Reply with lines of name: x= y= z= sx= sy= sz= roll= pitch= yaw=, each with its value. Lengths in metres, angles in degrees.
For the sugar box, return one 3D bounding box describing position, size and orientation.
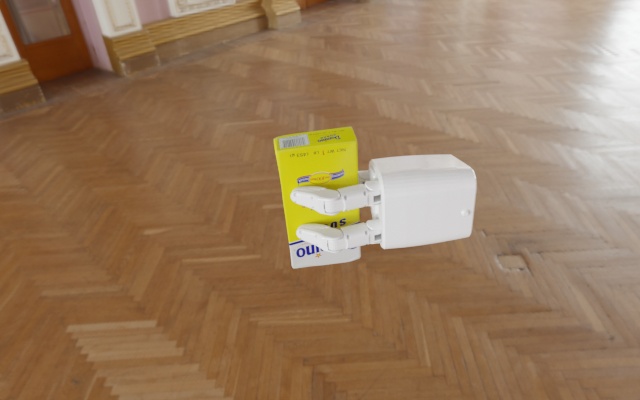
sugar box: x=0.000 y=0.002 z=0.585 sx=0.093 sy=0.176 sz=0.048 roll=-8 pitch=32 yaw=-2
